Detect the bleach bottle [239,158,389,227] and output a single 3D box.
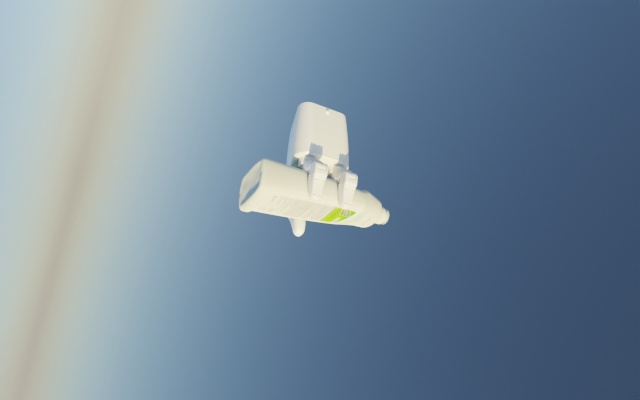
[{"bbox_3d":[0.000,0.003,0.793,0.251,0.068,0.102,15,-29,-27],"label":"bleach bottle"}]
